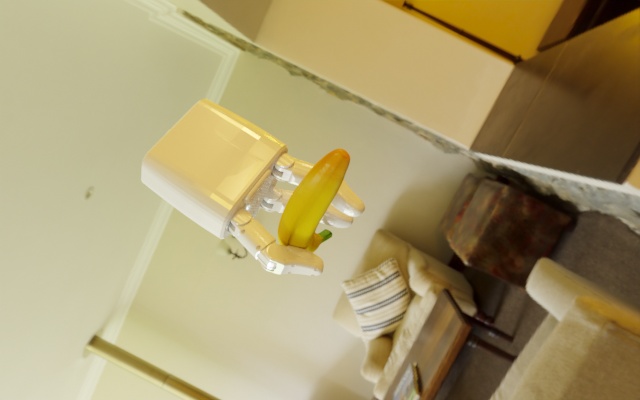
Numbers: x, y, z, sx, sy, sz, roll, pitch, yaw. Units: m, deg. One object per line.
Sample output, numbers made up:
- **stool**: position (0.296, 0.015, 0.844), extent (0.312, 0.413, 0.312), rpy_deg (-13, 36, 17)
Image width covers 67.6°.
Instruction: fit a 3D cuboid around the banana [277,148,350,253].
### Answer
- **banana**: position (-0.012, 0.016, 0.468), extent (0.037, 0.069, 0.198), rpy_deg (39, -21, 11)
